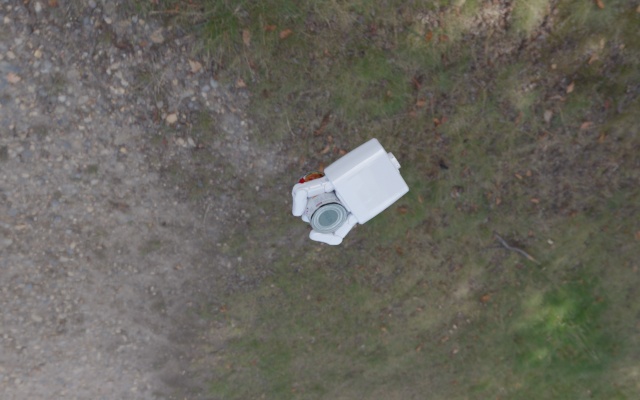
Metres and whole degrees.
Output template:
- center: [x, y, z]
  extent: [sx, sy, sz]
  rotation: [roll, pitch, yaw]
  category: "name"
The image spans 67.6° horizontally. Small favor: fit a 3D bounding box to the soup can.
- center: [0.000, 0.003, 0.854]
  extent: [0.068, 0.068, 0.102]
  rotation: [0, 35, -22]
  category: "soup can"
